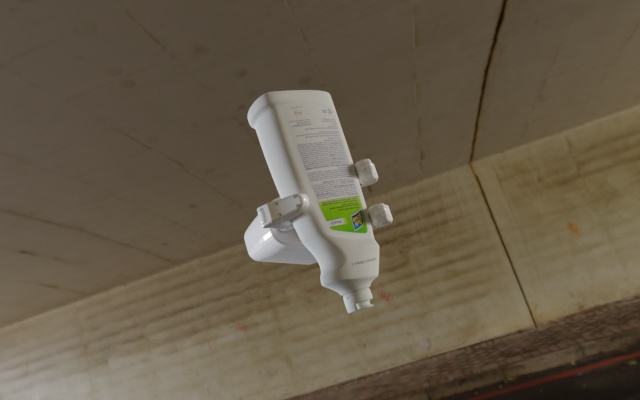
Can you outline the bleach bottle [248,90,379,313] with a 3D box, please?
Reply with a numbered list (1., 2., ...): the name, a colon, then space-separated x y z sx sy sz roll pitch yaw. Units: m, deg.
1. bleach bottle: 0.000 0.002 0.536 0.102 0.250 0.068 -10 -15 -31
